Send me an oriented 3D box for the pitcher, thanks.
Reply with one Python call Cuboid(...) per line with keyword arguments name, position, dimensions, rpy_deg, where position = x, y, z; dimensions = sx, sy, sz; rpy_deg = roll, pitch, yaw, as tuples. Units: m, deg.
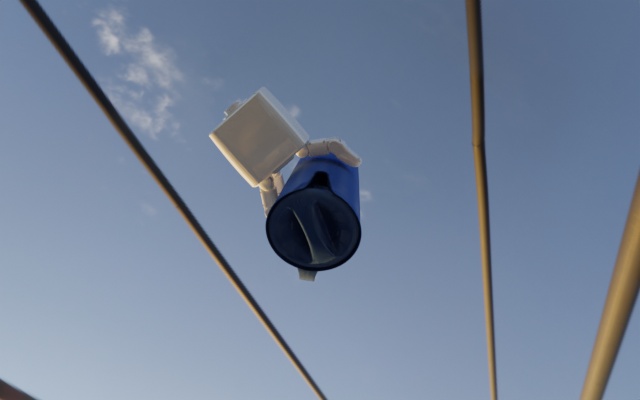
Cuboid(name="pitcher", position=(0.000, 0.002, 0.762), dimensions=(0.149, 0.145, 0.242), rpy_deg=(-35, 17, 21))
